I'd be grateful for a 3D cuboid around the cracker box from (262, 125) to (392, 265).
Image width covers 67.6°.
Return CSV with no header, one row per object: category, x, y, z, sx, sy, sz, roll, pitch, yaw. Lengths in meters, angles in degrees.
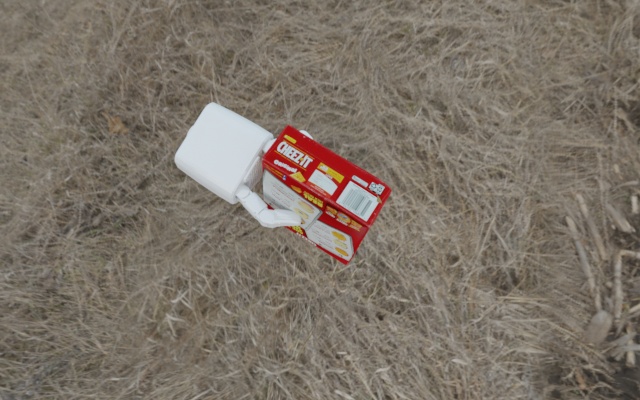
cracker box,0.000,0.002,0.697,0.164,0.072,0.214,32,-20,7
